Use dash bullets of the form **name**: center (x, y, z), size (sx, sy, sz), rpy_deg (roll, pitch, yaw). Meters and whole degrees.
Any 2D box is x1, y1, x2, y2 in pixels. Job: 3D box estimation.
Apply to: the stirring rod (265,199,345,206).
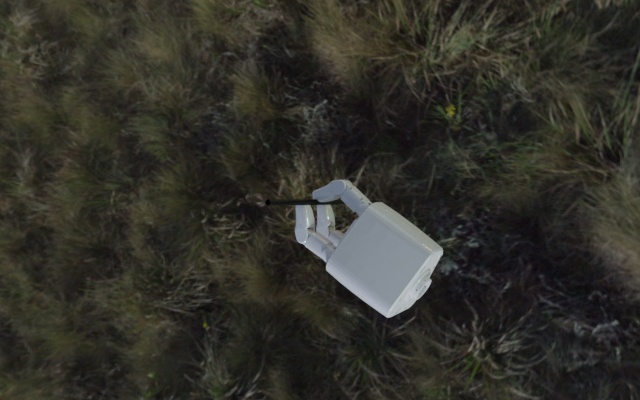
- **stirring rod**: center (0.000, 0.002, 0.687), size (0.011, 0.011, 0.239), rpy_deg (0, 0, 33)
